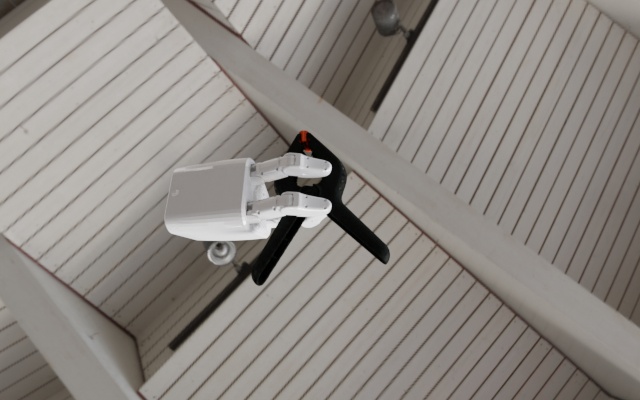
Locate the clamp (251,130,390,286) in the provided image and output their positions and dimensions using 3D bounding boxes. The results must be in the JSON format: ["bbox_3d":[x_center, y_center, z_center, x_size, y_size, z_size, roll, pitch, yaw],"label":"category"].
[{"bbox_3d":[0.000,0.002,0.600,0.164,0.209,0.036,-4,-29,9],"label":"clamp"}]
